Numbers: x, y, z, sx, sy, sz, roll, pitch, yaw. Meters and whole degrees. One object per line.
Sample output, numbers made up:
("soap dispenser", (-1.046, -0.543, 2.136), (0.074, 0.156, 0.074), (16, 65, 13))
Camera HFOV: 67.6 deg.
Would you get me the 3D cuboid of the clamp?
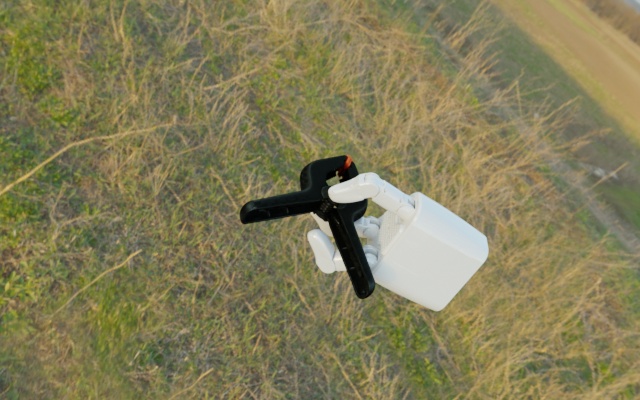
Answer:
("clamp", (0.001, 0.001, 0.567), (0.164, 0.036, 0.209), (30, 37, -13))
